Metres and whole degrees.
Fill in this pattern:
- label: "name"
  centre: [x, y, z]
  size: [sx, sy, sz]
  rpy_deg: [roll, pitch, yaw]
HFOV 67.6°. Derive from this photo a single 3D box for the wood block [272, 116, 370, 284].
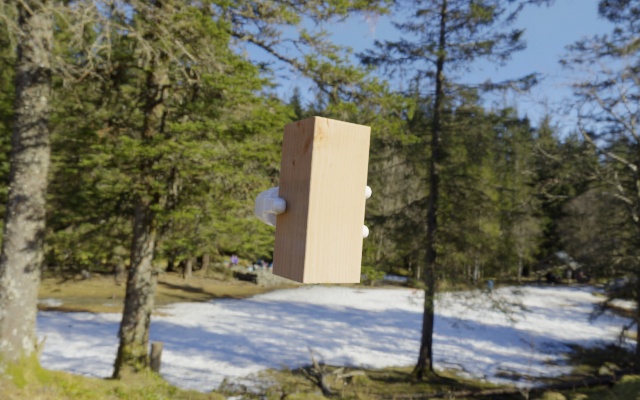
- label: "wood block"
  centre: [0.000, 0.002, 0.641]
  size: [0.091, 0.206, 0.090]
  rpy_deg: [5, -2, -31]
